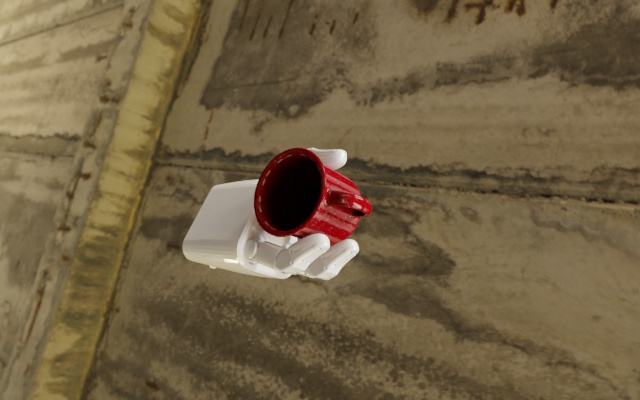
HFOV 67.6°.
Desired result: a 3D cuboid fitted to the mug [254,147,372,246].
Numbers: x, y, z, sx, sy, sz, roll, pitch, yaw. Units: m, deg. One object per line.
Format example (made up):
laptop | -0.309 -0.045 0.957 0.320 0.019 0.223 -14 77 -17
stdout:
mug | 0.001 0.002 0.497 0.117 0.093 0.081 1 -15 38
